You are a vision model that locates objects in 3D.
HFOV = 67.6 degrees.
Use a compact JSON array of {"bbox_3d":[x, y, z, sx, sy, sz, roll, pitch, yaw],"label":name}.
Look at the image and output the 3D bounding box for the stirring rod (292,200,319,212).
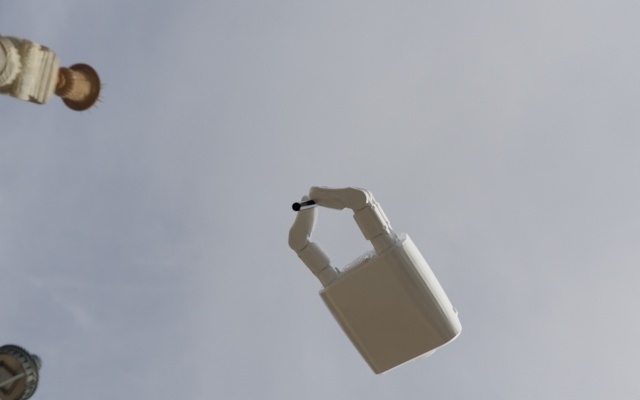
[{"bbox_3d":[0.000,0.002,0.528,0.011,0.011,0.239,0,2,10],"label":"stirring rod"}]
